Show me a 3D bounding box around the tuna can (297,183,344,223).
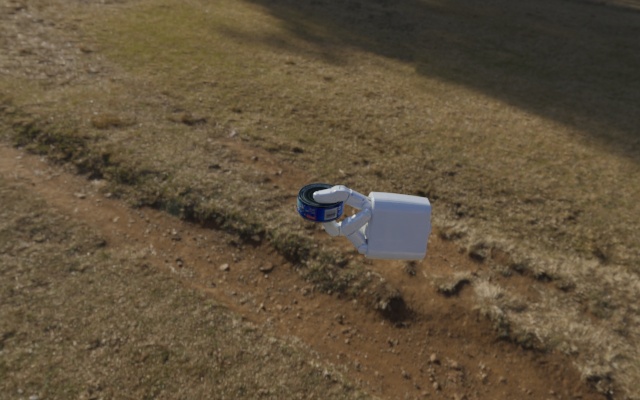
[{"bbox_3d":[0.000,0.002,0.865,0.086,0.034,0.086,2,32,-2],"label":"tuna can"}]
